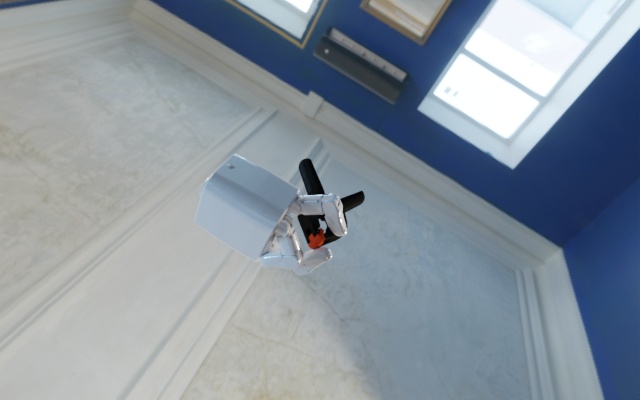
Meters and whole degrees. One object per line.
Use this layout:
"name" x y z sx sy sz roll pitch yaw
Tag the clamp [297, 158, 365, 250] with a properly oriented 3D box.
"clamp" 0.000 0.003 0.714 0.120 0.039 0.171 31 33 0
